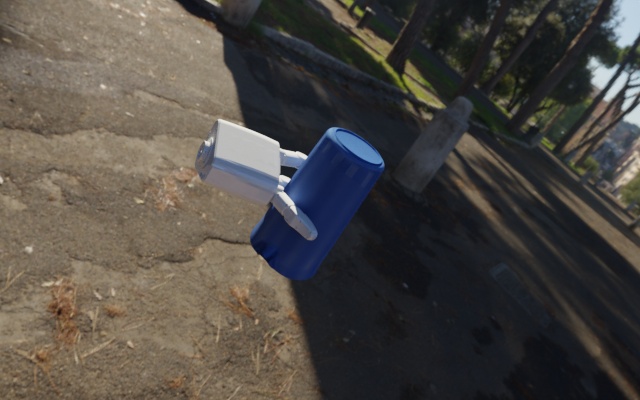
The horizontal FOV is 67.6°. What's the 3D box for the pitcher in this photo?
[{"bbox_3d":[0.000,0.003,0.794,0.145,0.243,0.149,22,29,-26],"label":"pitcher"}]
